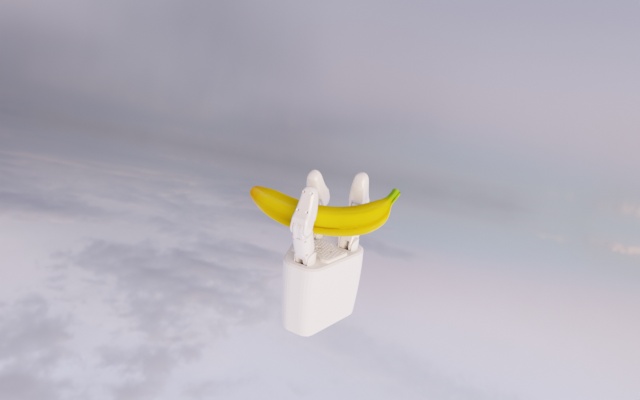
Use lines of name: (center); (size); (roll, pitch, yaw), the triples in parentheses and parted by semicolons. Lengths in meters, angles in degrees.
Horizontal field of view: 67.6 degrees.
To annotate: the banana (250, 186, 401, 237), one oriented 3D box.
banana: (0.001, 0.014, 0.610); (0.198, 0.037, 0.069); (3, 41, 6)
